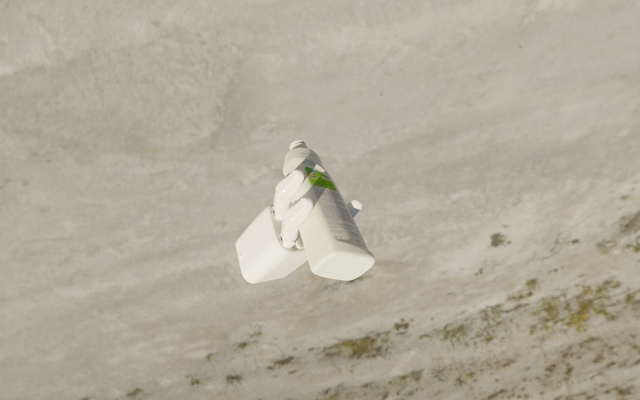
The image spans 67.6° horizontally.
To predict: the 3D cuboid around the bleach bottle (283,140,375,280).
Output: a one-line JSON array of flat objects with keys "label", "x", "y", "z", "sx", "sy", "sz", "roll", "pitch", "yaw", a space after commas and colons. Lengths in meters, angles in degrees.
[{"label": "bleach bottle", "x": 0.000, "y": 0.003, "z": 0.771, "sx": 0.102, "sy": 0.250, "sz": 0.068, "roll": 17, "pitch": -49, "yaw": -41}]
